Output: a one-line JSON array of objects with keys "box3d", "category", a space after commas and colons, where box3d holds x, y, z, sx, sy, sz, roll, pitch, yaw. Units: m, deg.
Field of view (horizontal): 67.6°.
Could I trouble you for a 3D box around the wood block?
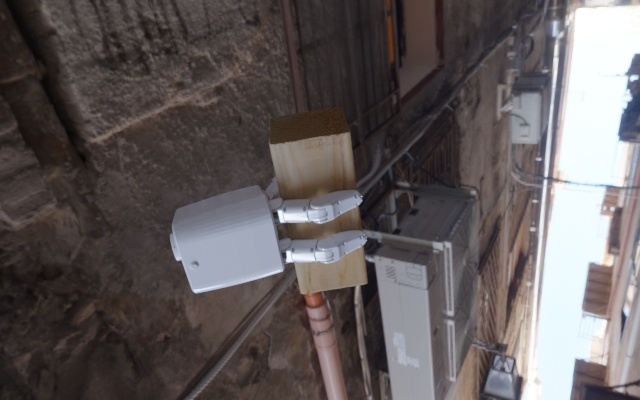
[{"box3d": [0.000, 0.002, 0.590, 0.090, 0.206, 0.090, -9, 29, -1], "category": "wood block"}]
